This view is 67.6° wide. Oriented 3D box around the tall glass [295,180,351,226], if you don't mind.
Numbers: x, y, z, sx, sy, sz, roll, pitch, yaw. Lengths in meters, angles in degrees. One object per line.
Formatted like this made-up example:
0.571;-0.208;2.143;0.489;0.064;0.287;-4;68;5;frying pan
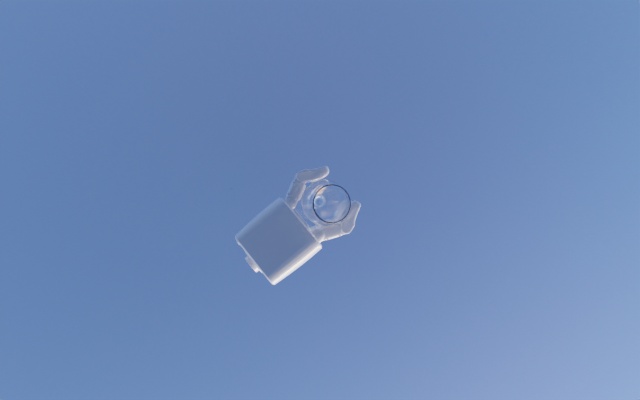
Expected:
0.000;0.003;0.845;0.079;0.079;0.201;0;1;-11;tall glass
